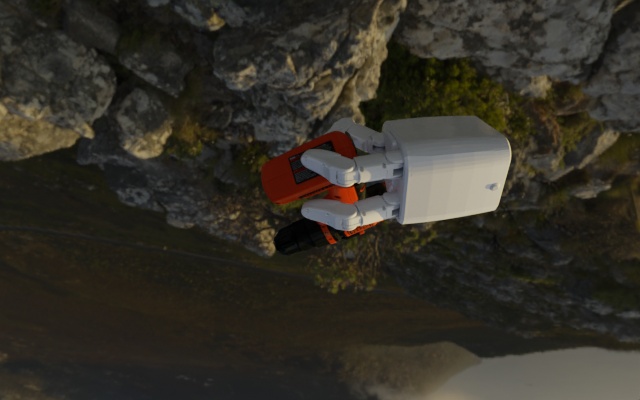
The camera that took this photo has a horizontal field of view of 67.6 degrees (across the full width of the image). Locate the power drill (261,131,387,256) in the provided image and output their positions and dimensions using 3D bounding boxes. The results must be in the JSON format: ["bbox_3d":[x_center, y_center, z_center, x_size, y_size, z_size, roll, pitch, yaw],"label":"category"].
[{"bbox_3d":[0.000,0.002,0.579,0.184,0.057,0.188,-25,-26,8],"label":"power drill"}]
